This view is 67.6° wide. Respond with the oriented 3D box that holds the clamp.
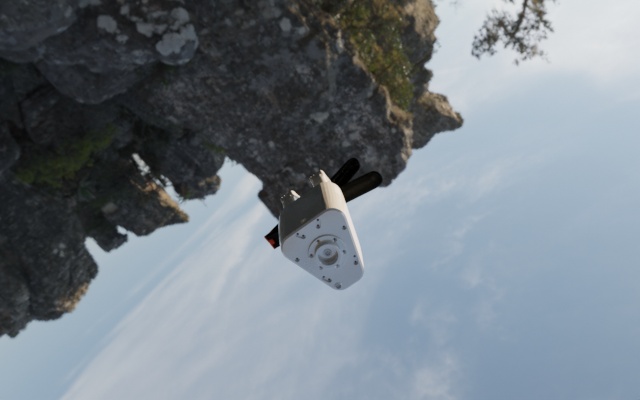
[{"bbox_3d":[0.000,0.004,0.778,0.210,0.036,0.164,-36,14,8],"label":"clamp"}]
